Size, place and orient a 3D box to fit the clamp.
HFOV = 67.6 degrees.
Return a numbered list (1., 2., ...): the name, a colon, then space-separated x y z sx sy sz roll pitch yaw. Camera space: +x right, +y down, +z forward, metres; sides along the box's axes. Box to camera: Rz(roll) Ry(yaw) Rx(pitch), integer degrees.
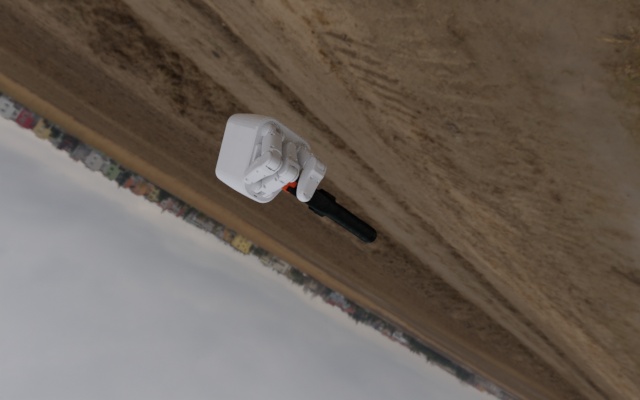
1. clamp: 0.000 0.003 0.708 0.171 0.039 0.120 37 -7 -37
